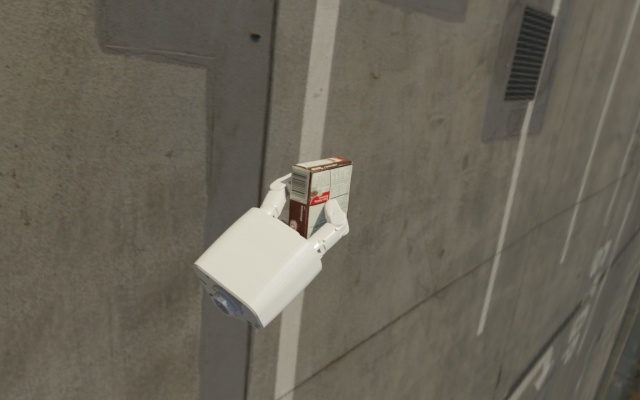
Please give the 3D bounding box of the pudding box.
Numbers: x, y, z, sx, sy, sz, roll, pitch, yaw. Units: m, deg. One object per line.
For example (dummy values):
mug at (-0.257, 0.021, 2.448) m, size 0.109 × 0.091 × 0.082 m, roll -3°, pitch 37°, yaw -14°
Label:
pudding box at (0.000, 0.002, 0.659) m, size 0.039 × 0.113 × 0.090 m, roll 21°, pitch 24°, yaw 36°
